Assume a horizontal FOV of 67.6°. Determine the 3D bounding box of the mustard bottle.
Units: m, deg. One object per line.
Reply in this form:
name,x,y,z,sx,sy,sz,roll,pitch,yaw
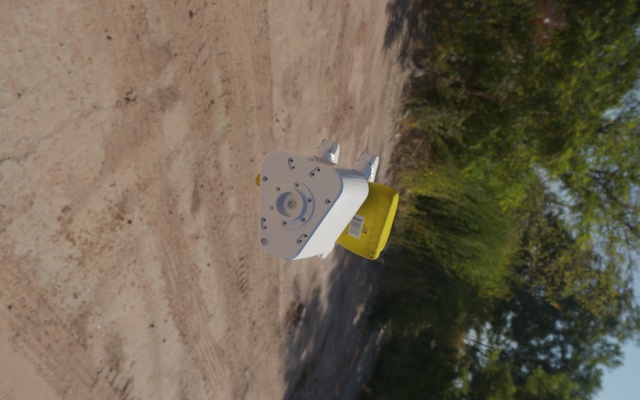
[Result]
mustard bottle,0.000,0.002,0.631,0.191,0.096,0.058,20,32,16
